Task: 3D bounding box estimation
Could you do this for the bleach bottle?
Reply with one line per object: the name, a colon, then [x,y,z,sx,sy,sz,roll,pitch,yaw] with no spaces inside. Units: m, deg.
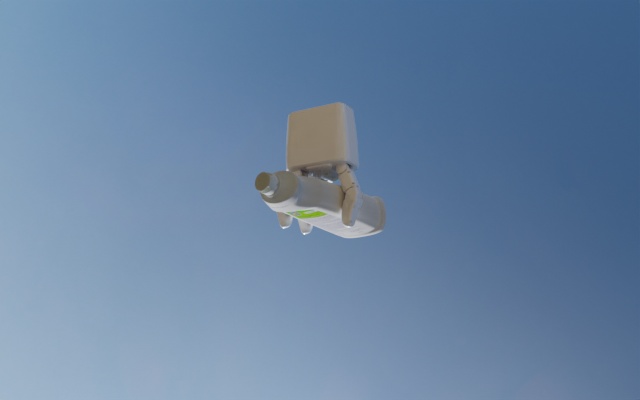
bleach bottle: [0.000,0.003,0.754,0.102,0.068,0.251,-15,-23,34]
